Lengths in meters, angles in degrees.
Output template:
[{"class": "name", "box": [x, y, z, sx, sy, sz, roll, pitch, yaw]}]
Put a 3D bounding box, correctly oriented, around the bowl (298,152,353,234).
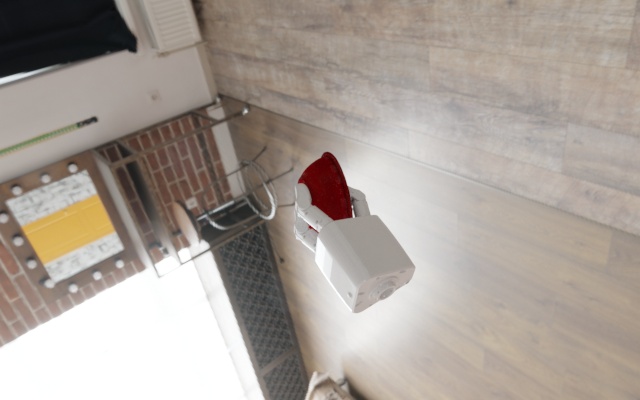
[{"class": "bowl", "box": [-0.001, 0.002, 0.793, 0.055, 0.162, 0.162, -11, 3, -15]}]
